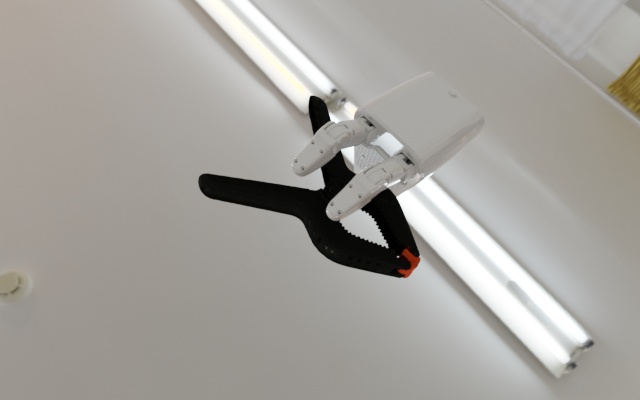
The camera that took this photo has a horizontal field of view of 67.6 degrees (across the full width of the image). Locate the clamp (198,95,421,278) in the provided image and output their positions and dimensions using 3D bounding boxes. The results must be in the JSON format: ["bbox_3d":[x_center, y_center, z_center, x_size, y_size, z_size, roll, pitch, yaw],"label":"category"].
[{"bbox_3d":[0.000,0.002,0.454,0.164,0.210,0.036,-35,-20,-24],"label":"clamp"}]
